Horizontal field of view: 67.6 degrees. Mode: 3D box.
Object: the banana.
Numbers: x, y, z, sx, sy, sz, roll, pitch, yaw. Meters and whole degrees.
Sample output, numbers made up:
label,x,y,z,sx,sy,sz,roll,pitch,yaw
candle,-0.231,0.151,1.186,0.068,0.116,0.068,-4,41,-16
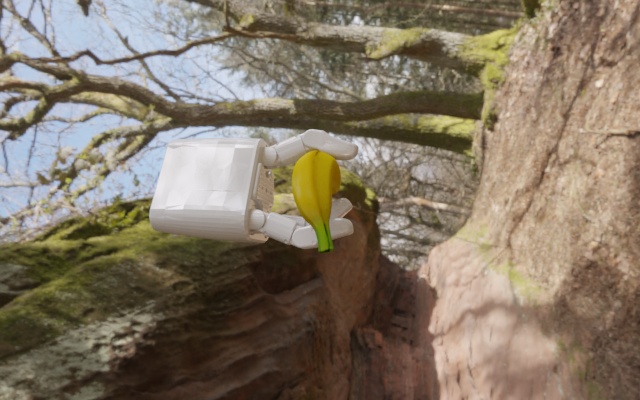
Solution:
label,x,y,z,sx,sy,sz,roll,pitch,yaw
banana,-0.002,-0.015,0.464,0.037,0.070,0.197,-4,16,7
